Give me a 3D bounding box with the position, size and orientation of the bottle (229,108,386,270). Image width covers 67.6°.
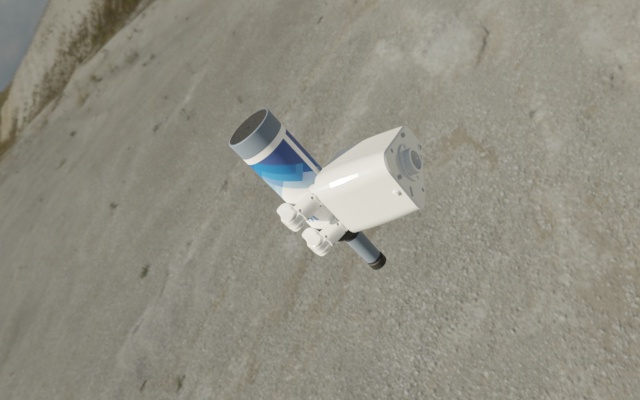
[{"bbox_3d":[0.000,0.002,0.662,0.069,0.069,0.296,0,-40,52],"label":"bottle"}]
